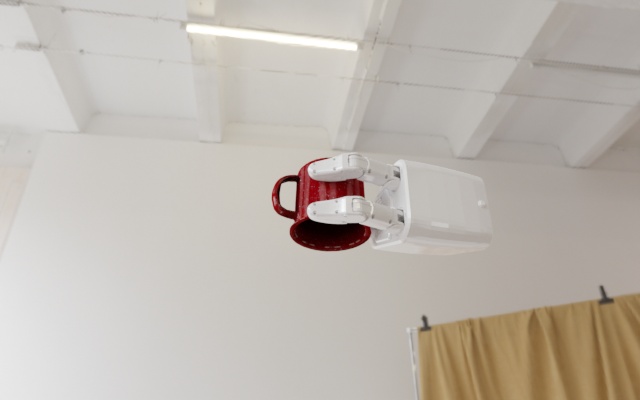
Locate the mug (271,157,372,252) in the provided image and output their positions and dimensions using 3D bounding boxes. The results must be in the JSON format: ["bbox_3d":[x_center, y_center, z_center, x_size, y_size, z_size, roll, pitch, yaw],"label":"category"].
[{"bbox_3d":[-0.001,0.001,0.556,0.117,0.081,0.093,10,-32,-16],"label":"mug"}]
